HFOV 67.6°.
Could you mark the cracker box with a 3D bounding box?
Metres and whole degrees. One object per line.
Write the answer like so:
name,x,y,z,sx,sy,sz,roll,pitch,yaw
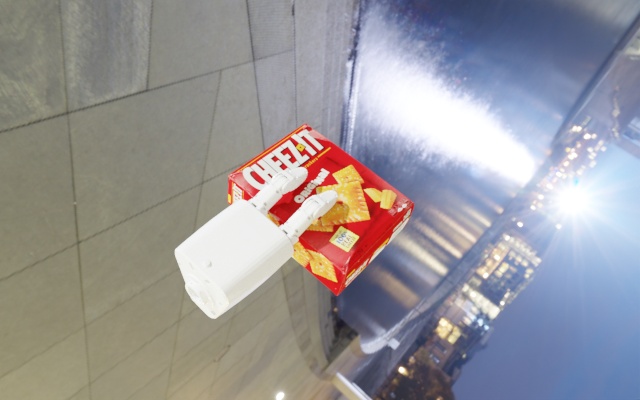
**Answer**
cracker box,0.000,0.002,0.678,0.213,0.072,0.164,39,56,18
